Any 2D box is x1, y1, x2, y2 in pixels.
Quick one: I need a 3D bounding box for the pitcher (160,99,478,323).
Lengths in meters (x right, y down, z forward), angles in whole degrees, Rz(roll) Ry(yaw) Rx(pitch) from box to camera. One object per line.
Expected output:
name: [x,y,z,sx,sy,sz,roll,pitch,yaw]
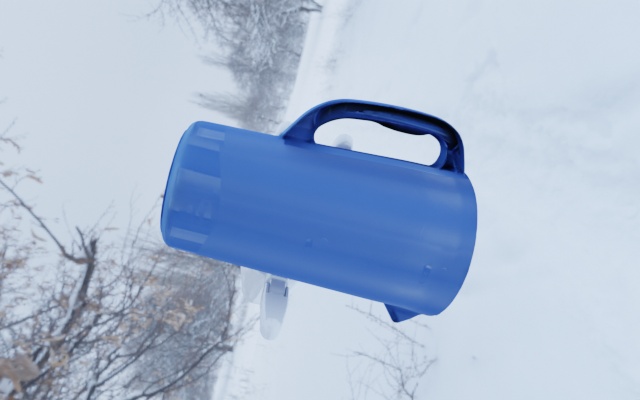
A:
pitcher: [0.000,0.001,0.409,0.243,0.149,0.145,13,-30,-9]
